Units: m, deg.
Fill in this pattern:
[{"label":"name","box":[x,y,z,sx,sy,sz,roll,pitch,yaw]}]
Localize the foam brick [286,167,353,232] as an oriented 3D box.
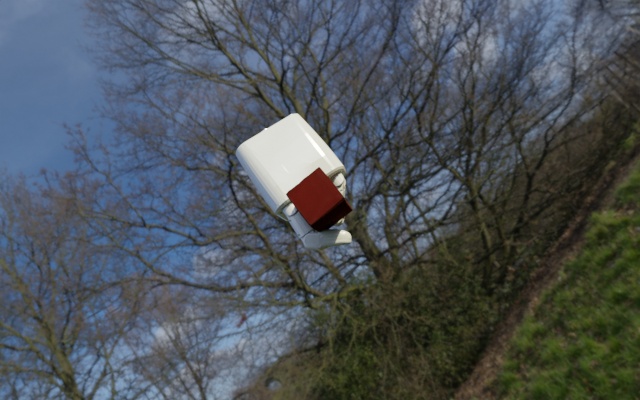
[{"label":"foam brick","box":[0.000,0.002,0.585,0.053,0.051,0.078,-38,-15,1]}]
